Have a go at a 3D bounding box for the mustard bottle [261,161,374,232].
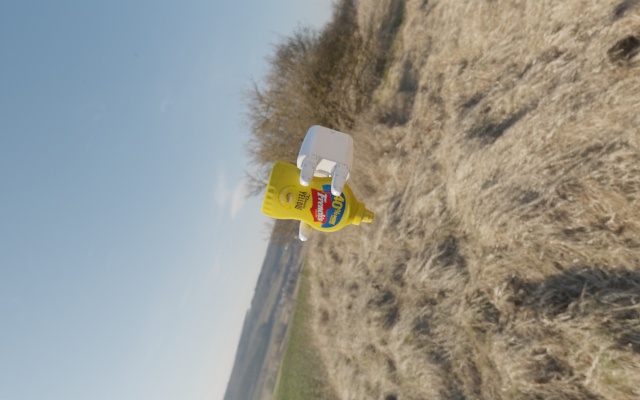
[{"bbox_3d":[0.000,0.003,0.831,0.191,0.096,0.058,16,16,-4],"label":"mustard bottle"}]
